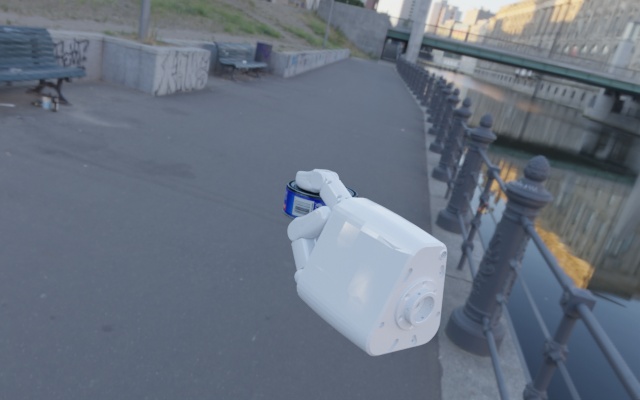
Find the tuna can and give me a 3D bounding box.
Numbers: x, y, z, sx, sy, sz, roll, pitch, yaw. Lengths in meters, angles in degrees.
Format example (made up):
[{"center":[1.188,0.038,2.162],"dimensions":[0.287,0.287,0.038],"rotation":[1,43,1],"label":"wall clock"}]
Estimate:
[{"center":[0.000,0.001,0.557],"dimensions":[0.086,0.034,0.086],"rotation":[8,15,-2],"label":"tuna can"}]
